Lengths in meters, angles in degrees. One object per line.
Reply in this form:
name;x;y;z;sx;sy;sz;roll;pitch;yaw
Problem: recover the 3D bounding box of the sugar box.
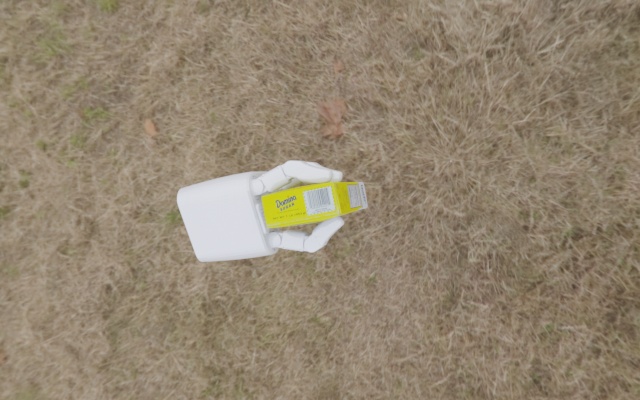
sugar box;0.000;0.002;0.629;0.093;0.048;0.176;-10;2;15
